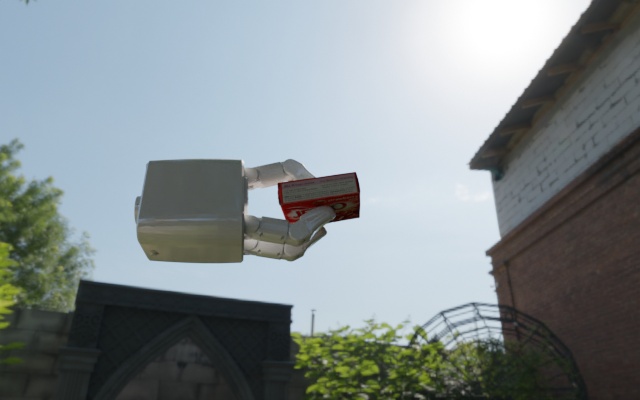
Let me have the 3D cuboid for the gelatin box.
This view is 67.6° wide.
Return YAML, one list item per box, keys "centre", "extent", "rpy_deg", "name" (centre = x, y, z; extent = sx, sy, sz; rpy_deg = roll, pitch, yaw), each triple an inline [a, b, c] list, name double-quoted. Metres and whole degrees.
- centre: [0.000, 0.001, 0.542]
  extent: [0.089, 0.030, 0.073]
  rpy_deg: [-9, -24, 0]
  name: "gelatin box"
